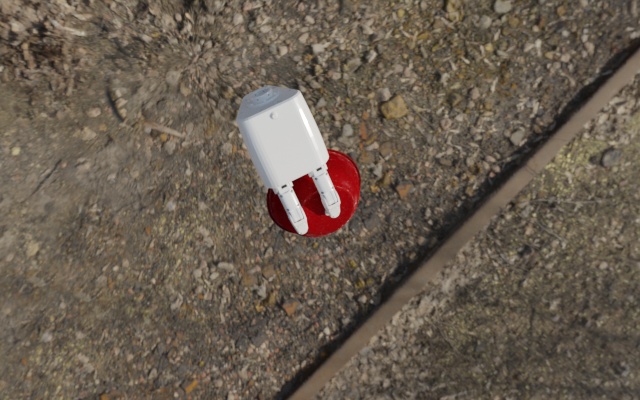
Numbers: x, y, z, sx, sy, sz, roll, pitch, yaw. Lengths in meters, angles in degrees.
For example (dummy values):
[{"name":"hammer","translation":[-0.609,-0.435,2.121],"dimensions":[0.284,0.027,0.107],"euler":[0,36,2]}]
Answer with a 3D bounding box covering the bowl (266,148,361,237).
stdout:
[{"name":"bowl","translation":[0.001,0.003,0.748],"dimensions":[0.162,0.162,0.055],"euler":[0,33,-25]}]
